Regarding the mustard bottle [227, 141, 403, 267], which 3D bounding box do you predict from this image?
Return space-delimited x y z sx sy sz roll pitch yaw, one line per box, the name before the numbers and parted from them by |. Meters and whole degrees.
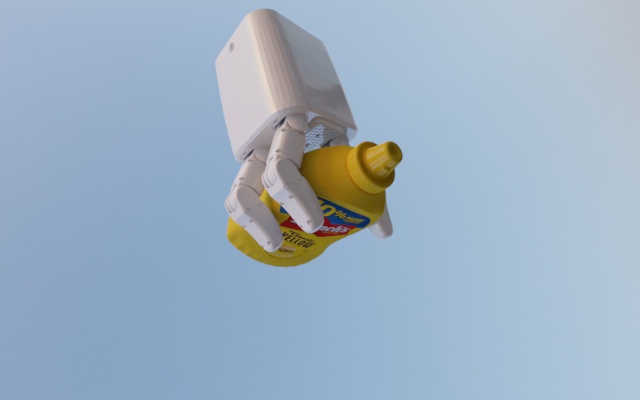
mustard bottle | 0.000 0.002 0.421 0.096 0.058 0.192 24 -37 -27
